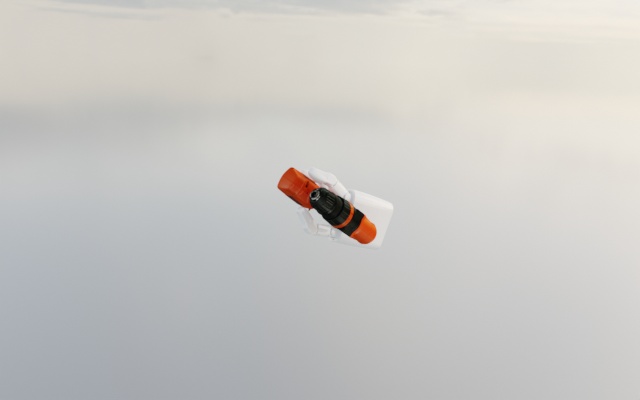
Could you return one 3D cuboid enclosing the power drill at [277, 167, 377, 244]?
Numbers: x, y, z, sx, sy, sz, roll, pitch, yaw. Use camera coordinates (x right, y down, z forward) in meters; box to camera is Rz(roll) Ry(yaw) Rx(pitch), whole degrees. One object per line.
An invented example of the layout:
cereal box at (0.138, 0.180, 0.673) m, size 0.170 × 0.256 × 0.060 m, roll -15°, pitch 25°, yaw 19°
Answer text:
power drill at (0.000, 0.003, 0.887) m, size 0.187 × 0.057 × 0.184 m, roll 35°, pitch -3°, yaw 45°
